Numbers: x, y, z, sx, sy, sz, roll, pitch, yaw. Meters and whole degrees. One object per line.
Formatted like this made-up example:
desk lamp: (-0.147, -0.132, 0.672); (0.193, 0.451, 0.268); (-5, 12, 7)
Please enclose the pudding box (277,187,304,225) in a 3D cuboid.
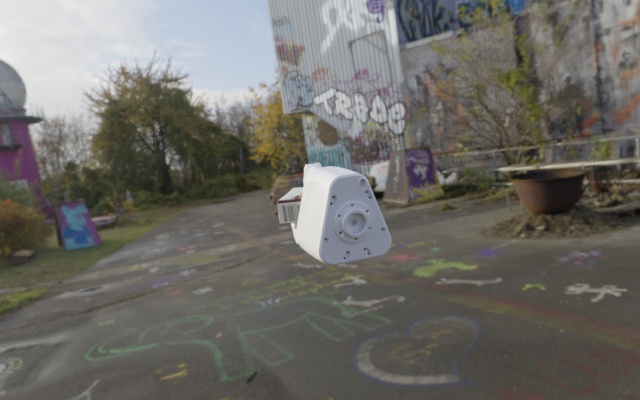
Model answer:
pudding box: (0.000, 0.002, 0.717); (0.113, 0.039, 0.090); (-4, 13, 13)
